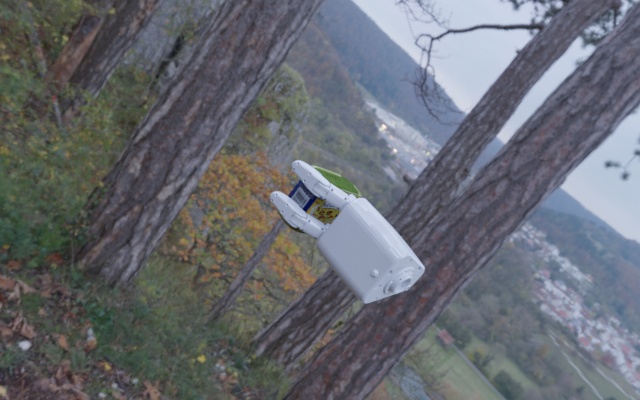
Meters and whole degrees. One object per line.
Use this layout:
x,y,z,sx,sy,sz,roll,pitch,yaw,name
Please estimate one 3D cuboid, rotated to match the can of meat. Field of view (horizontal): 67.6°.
0.000,0.002,0.701,0.102,0.084,0.057,15,29,-48,can of meat
